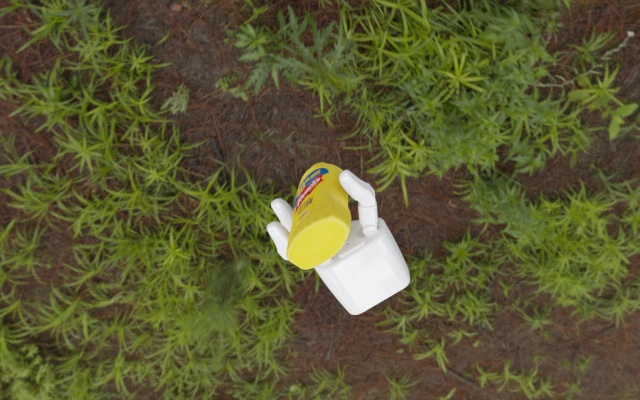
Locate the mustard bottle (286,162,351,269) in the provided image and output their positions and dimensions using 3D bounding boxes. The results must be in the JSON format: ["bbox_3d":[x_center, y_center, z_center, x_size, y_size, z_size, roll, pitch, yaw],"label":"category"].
[{"bbox_3d":[0.000,0.002,0.667,0.058,0.096,0.191,34,30,-19],"label":"mustard bottle"}]
